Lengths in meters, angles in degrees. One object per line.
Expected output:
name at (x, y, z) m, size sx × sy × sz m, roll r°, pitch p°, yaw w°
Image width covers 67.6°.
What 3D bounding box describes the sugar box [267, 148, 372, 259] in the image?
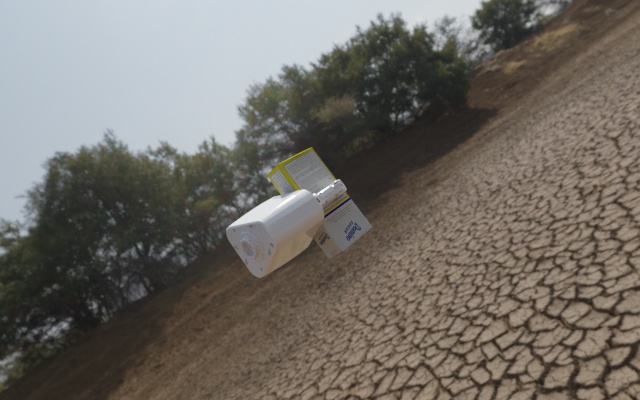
sugar box at (0.000, 0.003, 0.802) m, size 0.093 × 0.176 × 0.048 m, roll -33°, pitch -2°, yaw -43°
